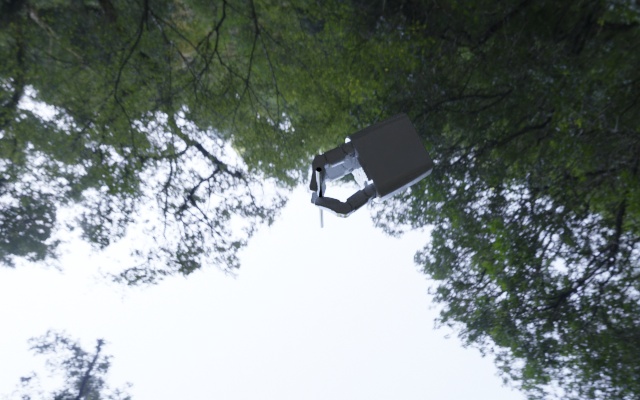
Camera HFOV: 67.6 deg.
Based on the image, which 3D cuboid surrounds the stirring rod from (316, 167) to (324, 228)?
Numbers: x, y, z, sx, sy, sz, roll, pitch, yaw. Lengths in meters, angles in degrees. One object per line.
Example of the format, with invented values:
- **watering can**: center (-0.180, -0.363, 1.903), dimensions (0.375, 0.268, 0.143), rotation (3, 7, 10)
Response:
- **stirring rod**: center (0.000, 0.003, 0.781), dimensions (0.011, 0.011, 0.240), rotation (0, -22, 1)
